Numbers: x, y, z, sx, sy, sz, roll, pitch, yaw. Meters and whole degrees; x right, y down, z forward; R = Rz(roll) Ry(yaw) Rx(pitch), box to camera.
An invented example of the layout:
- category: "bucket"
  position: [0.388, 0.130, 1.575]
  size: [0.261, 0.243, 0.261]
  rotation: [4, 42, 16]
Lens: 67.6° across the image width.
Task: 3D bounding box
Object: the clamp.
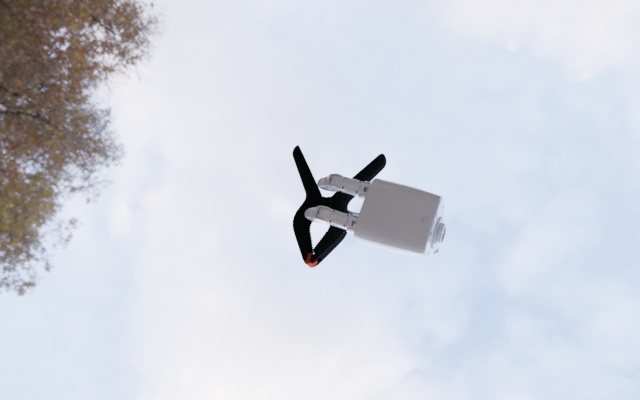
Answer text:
- category: "clamp"
  position: [0.000, 0.003, 0.778]
  size: [0.164, 0.210, 0.036]
  rotation: [15, -16, 24]
